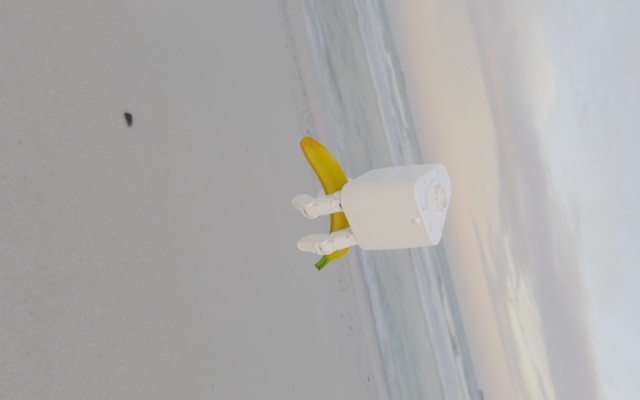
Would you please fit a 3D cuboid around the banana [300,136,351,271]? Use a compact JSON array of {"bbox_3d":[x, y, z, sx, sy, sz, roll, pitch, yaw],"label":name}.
[{"bbox_3d":[0.016,0.002,0.692,0.069,0.198,0.037,-13,12,-29],"label":"banana"}]
